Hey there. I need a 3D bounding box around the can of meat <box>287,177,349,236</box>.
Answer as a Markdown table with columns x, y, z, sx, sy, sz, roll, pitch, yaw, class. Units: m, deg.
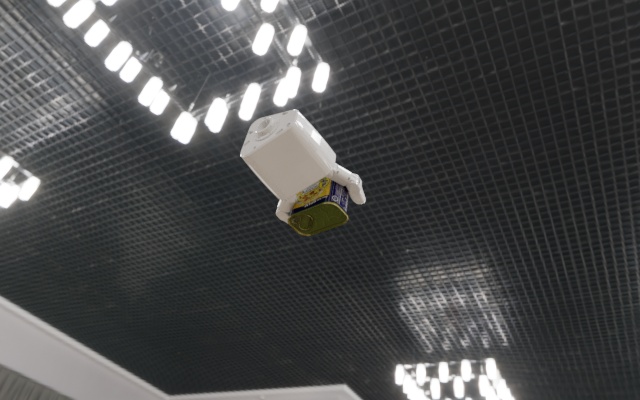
| x | y | z | sx | sy | sz | roll | pitch | yaw | class |
| --- | --- | --- | --- | --- | --- | --- | --- | --- | --- |
| 0.000 | 0.002 | 0.812 | 0.102 | 0.084 | 0.057 | -22 | -50 | 31 | can of meat |
